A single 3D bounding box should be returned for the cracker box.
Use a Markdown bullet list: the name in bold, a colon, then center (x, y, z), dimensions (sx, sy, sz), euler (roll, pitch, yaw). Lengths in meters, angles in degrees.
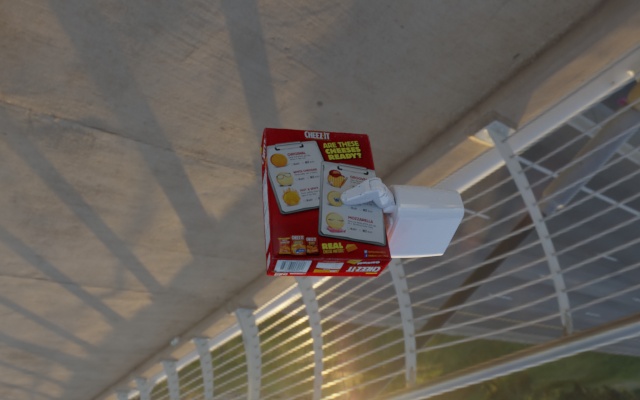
- **cracker box**: center (0.000, 0.002, 0.691), dimensions (0.164, 0.213, 0.072), euler (2, -32, -15)
